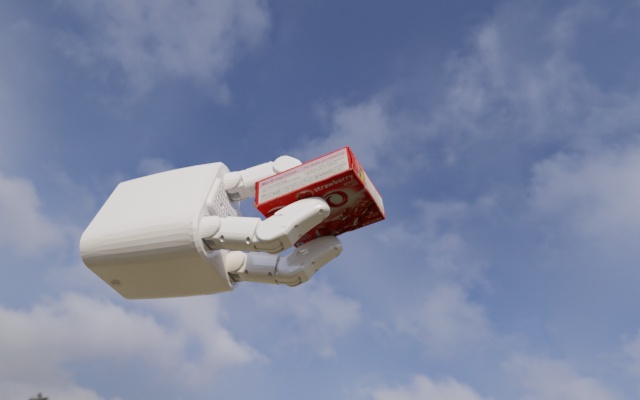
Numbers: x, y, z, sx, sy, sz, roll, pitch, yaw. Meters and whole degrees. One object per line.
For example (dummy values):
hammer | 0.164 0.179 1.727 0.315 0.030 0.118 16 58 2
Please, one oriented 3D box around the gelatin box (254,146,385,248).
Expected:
gelatin box | 0.000 0.001 0.402 0.089 0.030 0.073 -21 -42 17
